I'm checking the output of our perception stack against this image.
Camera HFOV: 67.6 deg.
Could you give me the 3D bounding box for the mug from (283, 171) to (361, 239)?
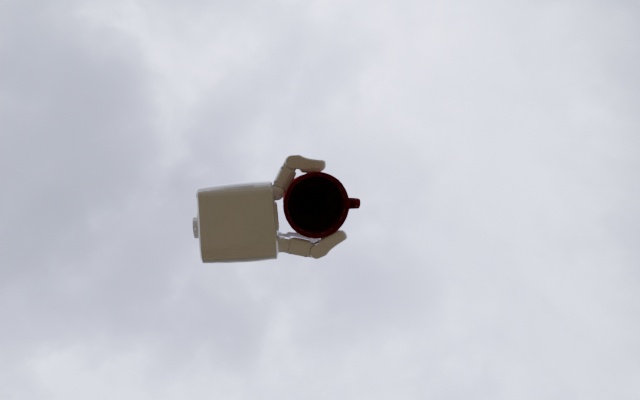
[{"bbox_3d":[0.002,0.002,0.698,0.117,0.093,0.081,-3,6,-9],"label":"mug"}]
